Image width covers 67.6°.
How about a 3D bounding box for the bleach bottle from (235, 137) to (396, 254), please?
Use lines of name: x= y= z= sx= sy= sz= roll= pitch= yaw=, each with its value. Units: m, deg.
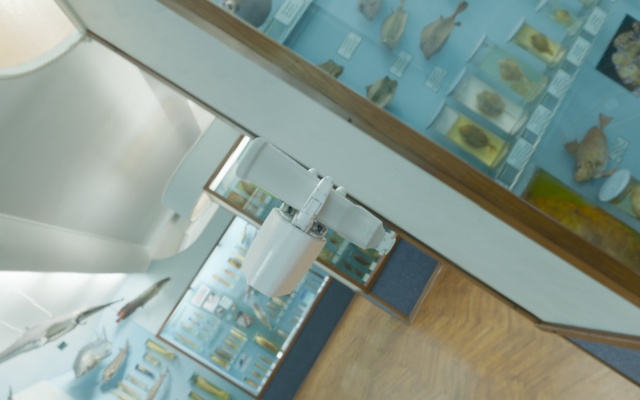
bleach bottle: x=0.000 y=0.002 z=0.709 sx=0.251 sy=0.068 sz=0.102 roll=33 pitch=1 yaw=-1
